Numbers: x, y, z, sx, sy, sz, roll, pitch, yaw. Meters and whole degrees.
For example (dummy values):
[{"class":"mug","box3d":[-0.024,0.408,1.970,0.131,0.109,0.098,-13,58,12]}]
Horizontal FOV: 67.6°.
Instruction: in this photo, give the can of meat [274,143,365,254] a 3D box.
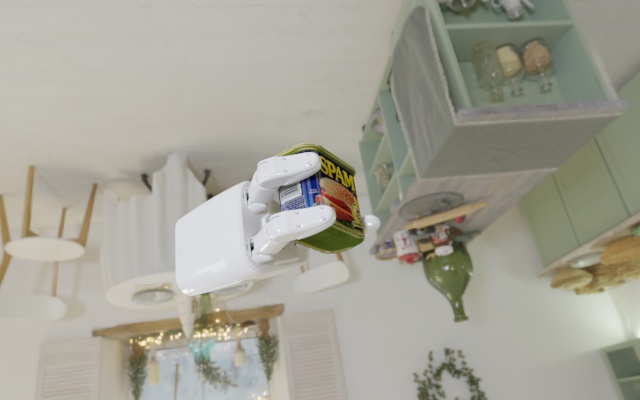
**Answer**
[{"class":"can of meat","box3d":[0.000,0.002,0.489,0.057,0.084,0.102,-22,-28,27]}]
